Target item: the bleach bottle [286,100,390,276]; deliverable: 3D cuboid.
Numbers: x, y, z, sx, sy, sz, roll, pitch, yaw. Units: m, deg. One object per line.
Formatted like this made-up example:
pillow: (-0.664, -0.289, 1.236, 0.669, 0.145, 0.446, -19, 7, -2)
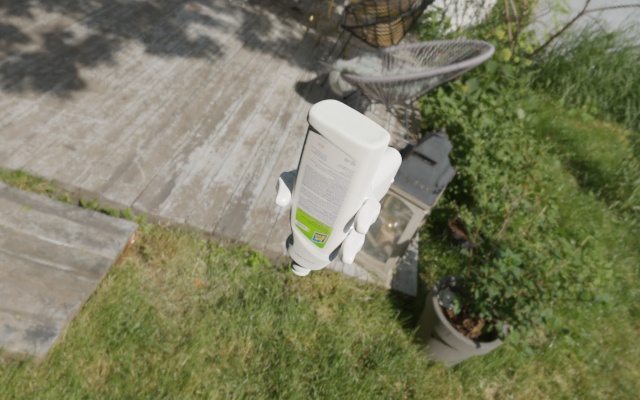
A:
bleach bottle: (0.000, 0.002, 0.629, 0.102, 0.251, 0.068, 34, 39, 16)
